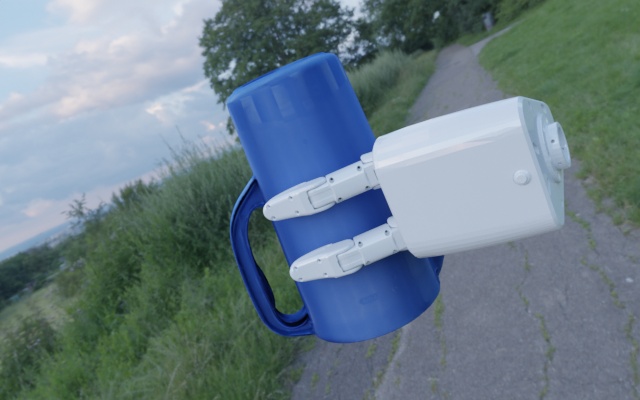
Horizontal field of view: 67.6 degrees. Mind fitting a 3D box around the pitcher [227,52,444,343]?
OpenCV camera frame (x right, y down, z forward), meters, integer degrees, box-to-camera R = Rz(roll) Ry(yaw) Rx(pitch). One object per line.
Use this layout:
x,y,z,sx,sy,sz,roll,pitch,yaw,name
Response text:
0.000,0.001,0.442,0.145,0.243,0.149,-14,15,38,pitcher
